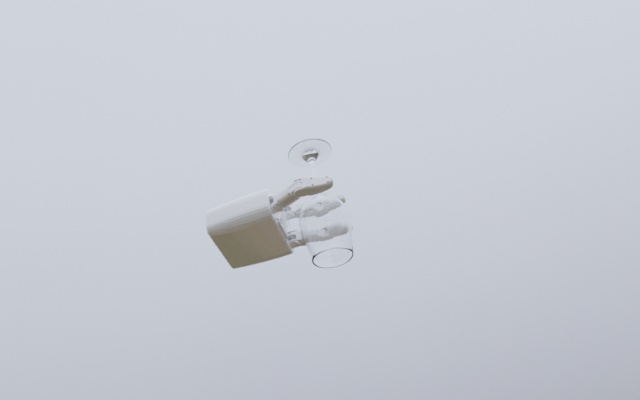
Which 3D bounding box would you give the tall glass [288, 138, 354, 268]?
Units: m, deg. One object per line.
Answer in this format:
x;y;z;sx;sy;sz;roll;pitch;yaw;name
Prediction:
0.000;0.002;0.743;0.079;0.201;0.079;-9;-34;-6;tall glass
